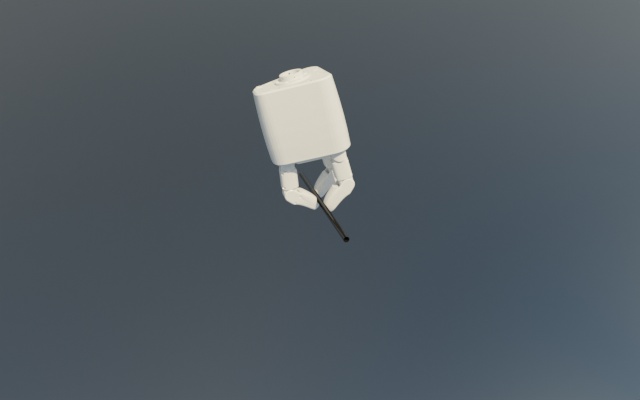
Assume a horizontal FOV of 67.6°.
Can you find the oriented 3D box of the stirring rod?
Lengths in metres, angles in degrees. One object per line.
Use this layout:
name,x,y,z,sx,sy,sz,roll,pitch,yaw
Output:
stirring rod,0.000,0.002,0.713,0.011,0.011,0.239,0,23,-17
